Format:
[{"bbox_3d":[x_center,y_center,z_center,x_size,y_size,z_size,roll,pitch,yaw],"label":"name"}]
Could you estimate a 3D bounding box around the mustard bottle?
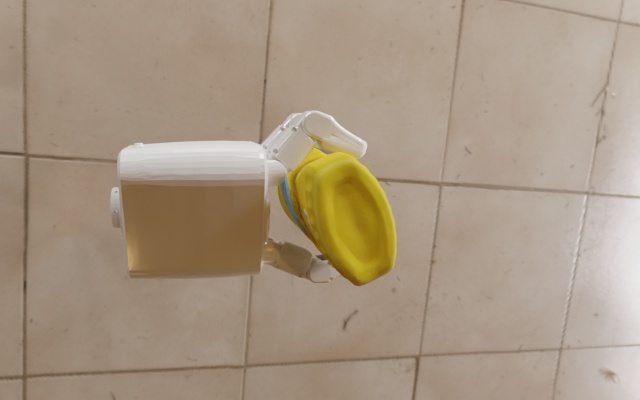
[{"bbox_3d":[0.000,0.001,0.423,0.058,0.096,0.191,-26,15,-10],"label":"mustard bottle"}]
